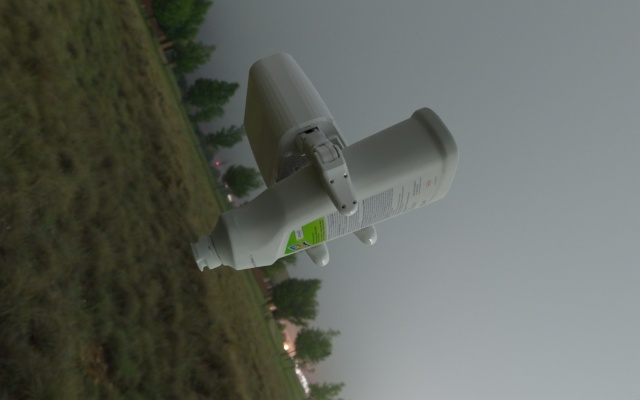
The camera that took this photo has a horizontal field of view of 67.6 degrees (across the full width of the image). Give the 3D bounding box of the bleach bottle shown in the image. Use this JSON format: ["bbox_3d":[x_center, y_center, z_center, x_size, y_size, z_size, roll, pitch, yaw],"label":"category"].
[{"bbox_3d":[0.000,0.002,0.450,0.251,0.068,0.103,-22,-30,-9],"label":"bleach bottle"}]
